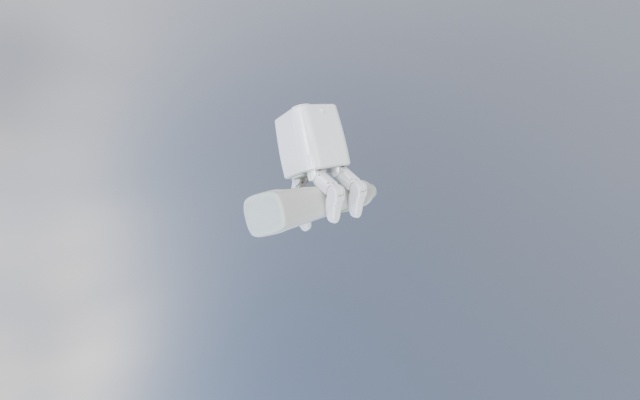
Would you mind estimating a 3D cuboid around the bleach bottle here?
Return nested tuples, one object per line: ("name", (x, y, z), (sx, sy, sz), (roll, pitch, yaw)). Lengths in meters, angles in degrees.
("bleach bottle", (0.000, 0.003, 0.814), (0.251, 0.068, 0.102), (-12, -2, -44))
